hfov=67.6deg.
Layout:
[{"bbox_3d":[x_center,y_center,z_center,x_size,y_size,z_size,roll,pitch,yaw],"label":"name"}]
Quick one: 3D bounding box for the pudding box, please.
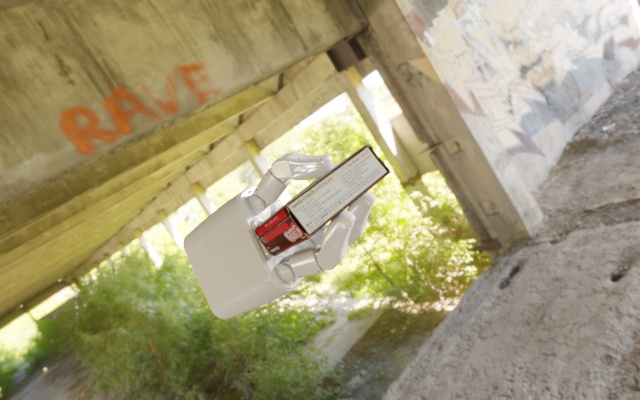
[{"bbox_3d":[0.000,0.001,0.453,0.113,0.039,0.090,-40,4,-29],"label":"pudding box"}]
